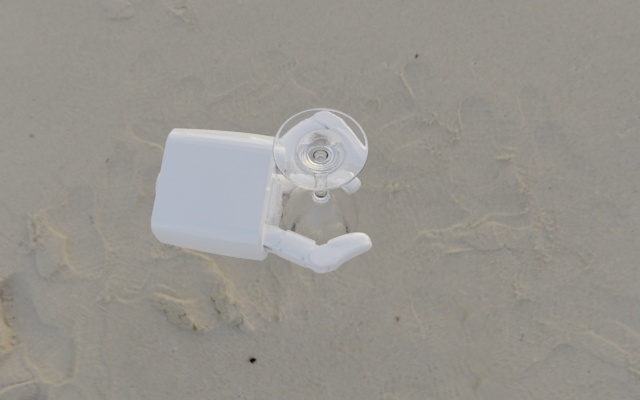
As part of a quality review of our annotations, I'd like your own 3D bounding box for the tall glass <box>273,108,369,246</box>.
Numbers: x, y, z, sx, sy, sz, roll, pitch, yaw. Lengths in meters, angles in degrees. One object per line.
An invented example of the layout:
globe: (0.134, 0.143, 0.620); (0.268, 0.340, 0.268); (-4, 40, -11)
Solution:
tall glass: (0.000, 0.001, 0.457); (0.079, 0.079, 0.201); (0, -25, 0)
